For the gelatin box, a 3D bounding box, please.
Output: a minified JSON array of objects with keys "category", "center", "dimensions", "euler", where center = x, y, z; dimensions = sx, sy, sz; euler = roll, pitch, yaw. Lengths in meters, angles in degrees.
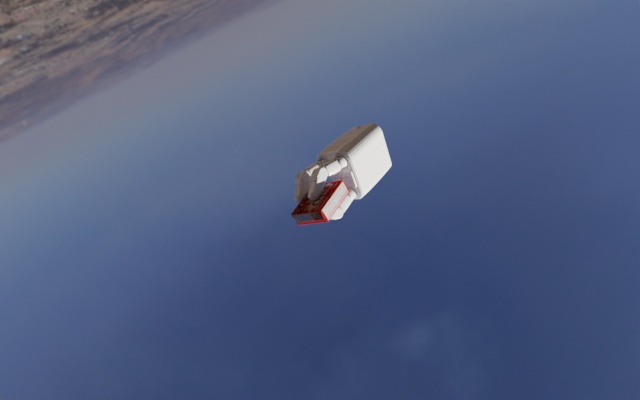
[{"category":"gelatin box","center":[0.000,0.003,0.852],"dimensions":[0.073,0.030,0.089],"euler":[-8,34,41]}]
